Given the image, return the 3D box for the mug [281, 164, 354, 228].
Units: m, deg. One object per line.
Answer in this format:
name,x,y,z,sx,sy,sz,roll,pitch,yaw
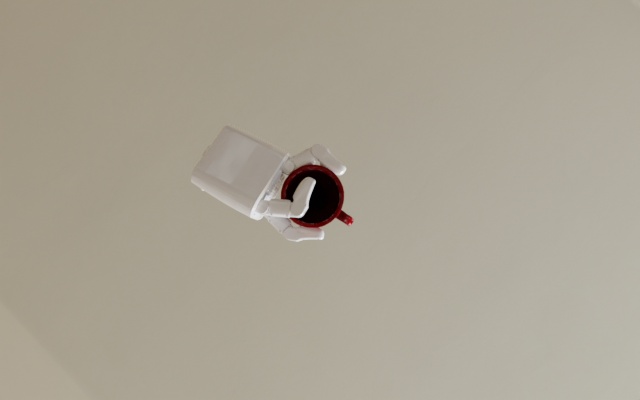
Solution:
mug,0.001,0.003,0.731,0.117,0.093,0.081,31,-2,4
